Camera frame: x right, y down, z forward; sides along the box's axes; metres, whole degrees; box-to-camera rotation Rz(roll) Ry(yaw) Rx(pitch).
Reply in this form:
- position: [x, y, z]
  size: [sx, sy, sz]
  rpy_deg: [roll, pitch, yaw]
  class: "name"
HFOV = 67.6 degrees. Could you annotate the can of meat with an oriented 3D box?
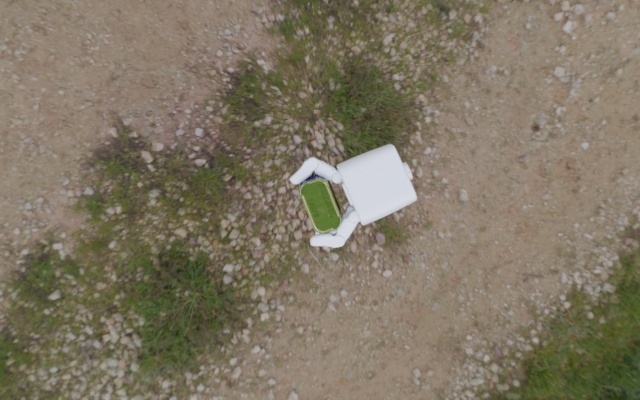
- position: [0.000, 0.003, 0.855]
  size: [0.057, 0.102, 0.084]
  rpy_deg: [-21, 10, 3]
  class: "can of meat"
